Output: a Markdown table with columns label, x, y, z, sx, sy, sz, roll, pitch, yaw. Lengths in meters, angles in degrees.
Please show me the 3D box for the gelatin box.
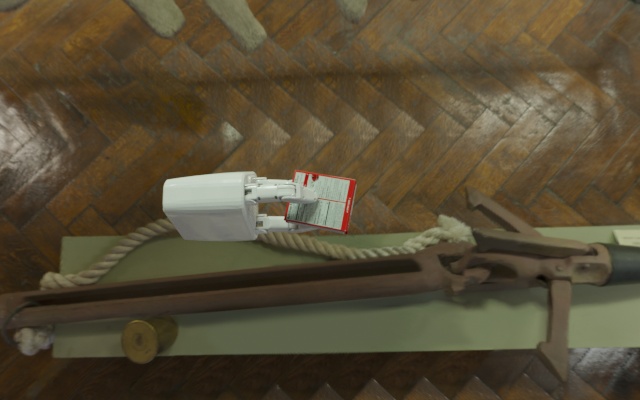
| label | x | y | z | sx | sy | sz | roll | pitch | yaw |
| --- | --- | --- | --- | --- | --- | --- | --- | --- | --- |
| gelatin box | 0.000 | 0.002 | 0.659 | 0.089 | 0.073 | 0.030 | 10 | -10 | 8 |
